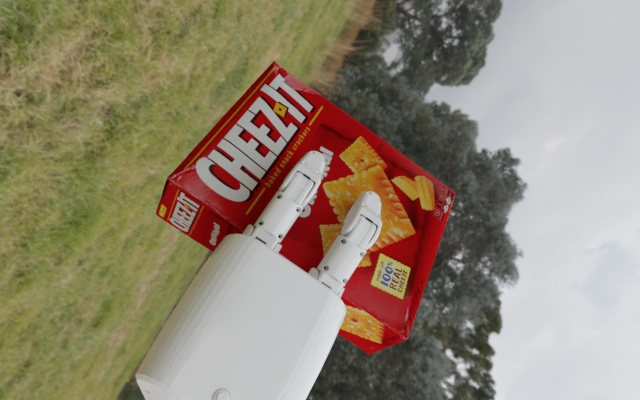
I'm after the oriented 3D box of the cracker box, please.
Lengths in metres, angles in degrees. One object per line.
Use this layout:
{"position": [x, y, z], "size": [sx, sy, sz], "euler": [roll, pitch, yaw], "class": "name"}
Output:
{"position": [0.000, 0.002, 0.414], "size": [0.214, 0.164, 0.072], "euler": [35, -37, -6], "class": "cracker box"}
